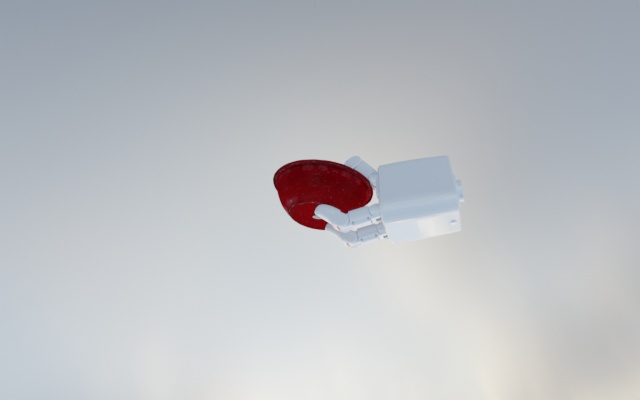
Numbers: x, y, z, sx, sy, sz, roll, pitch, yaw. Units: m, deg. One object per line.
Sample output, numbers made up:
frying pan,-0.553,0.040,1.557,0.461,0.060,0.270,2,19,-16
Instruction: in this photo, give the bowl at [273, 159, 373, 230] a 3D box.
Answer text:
bowl,-0.001,0.003,0.748,0.162,0.055,0.162,7,-29,4
